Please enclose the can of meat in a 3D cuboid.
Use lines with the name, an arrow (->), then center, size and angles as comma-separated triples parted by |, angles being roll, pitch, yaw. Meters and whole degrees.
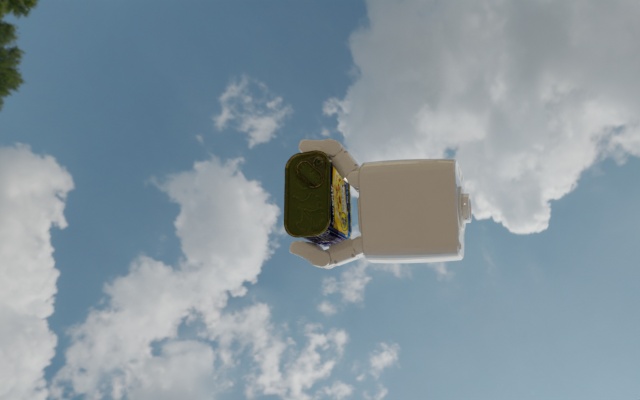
can of meat -> 0.000, 0.002, 0.580 | 0.057, 0.102, 0.084 | -7, -17, 22
